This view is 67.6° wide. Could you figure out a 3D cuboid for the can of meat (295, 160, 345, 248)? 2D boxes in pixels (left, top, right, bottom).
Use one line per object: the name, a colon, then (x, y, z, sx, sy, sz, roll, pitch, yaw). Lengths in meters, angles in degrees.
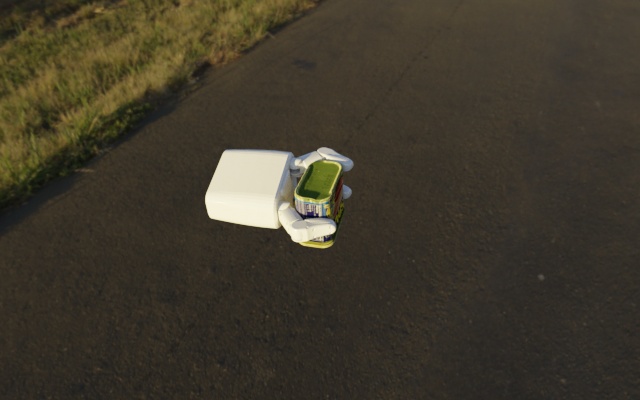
can of meat: (0.000, 0.002, 0.687, 0.057, 0.084, 0.102, 7, 39, 13)
